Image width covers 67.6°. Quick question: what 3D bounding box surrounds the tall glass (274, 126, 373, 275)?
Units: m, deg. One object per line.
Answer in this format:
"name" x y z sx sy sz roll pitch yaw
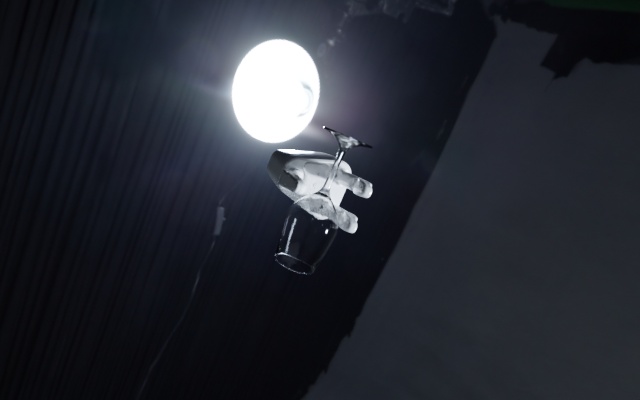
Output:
"tall glass" 0.000 0.002 0.677 0.079 0.201 0.079 23 8 -3
